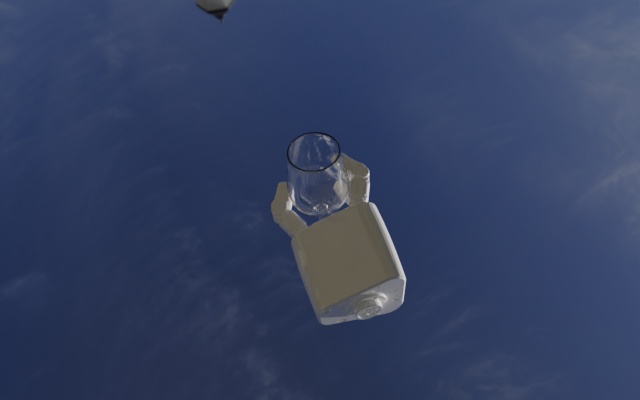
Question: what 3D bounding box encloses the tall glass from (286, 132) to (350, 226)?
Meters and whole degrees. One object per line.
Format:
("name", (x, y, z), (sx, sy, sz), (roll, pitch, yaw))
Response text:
("tall glass", (0.000, 0.002, 0.625), (0.079, 0.079, 0.201), (0, -36, 6))
